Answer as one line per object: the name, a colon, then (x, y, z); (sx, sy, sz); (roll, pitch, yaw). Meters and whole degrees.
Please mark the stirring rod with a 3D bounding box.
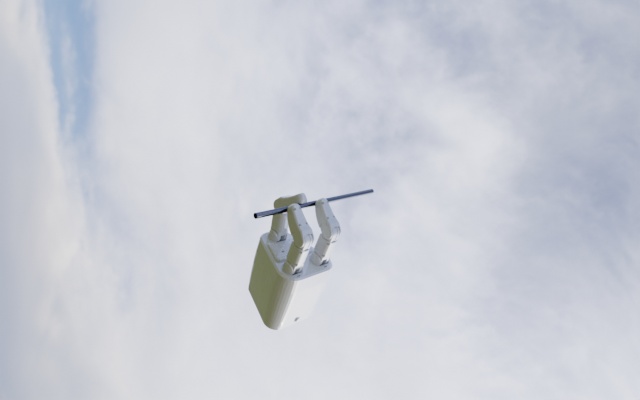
stirring rod: (0.000, 0.002, 0.702); (0.011, 0.011, 0.239); (0, 8, 45)
